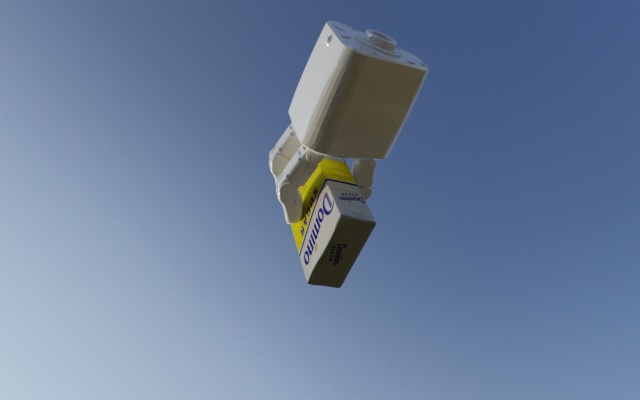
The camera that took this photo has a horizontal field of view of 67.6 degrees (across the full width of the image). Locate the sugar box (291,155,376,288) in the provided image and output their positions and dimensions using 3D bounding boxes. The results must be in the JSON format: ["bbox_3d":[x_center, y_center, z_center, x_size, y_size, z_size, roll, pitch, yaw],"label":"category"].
[{"bbox_3d":[0.000,0.001,0.535,0.048,0.093,0.176,12,32,-21],"label":"sugar box"}]
